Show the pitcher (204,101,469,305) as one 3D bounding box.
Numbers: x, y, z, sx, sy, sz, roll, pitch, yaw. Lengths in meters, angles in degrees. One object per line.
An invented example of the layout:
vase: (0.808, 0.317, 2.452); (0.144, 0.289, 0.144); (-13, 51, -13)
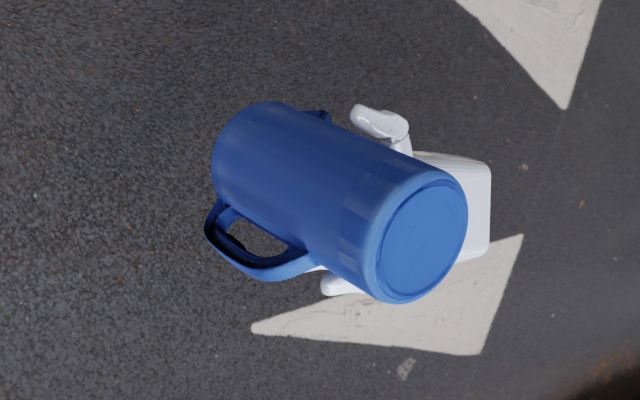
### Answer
pitcher: (0.000, 0.001, 0.434); (0.145, 0.149, 0.242); (-1, 19, -36)
